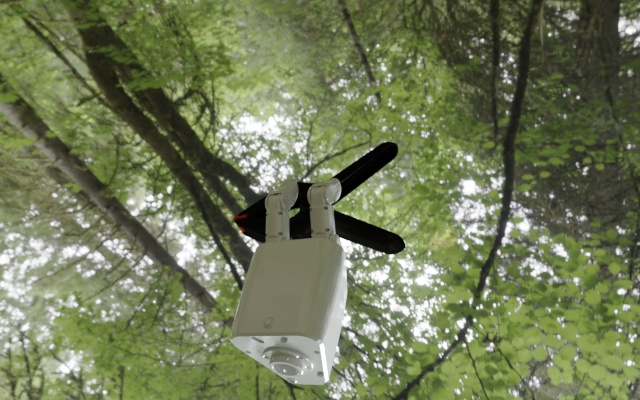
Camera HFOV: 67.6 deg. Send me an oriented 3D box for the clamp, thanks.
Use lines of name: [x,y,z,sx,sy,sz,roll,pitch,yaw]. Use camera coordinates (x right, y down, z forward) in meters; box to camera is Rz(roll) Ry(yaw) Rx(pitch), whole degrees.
clamp: [0.000,0.003,0.558,0.210,0.164,0.036,-8,-47,22]
